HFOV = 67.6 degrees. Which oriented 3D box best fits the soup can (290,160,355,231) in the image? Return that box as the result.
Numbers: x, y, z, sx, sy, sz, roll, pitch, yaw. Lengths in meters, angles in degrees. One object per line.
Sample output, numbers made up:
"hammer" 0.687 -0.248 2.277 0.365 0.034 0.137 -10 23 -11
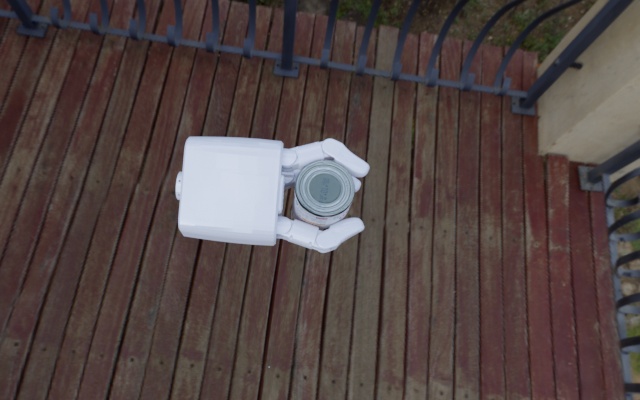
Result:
"soup can" 0.001 0.002 0.560 0.068 0.068 0.102 0 -19 -6
